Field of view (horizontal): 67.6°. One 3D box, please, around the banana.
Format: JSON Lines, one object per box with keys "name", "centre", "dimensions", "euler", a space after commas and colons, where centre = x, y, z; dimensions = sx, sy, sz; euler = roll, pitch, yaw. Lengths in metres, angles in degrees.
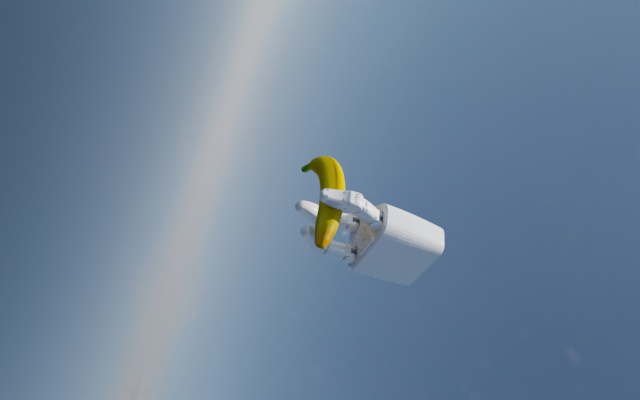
{"name": "banana", "centre": [0.009, -0.013, 0.707], "dimensions": [0.037, 0.070, 0.197], "euler": [23, 31, -22]}
